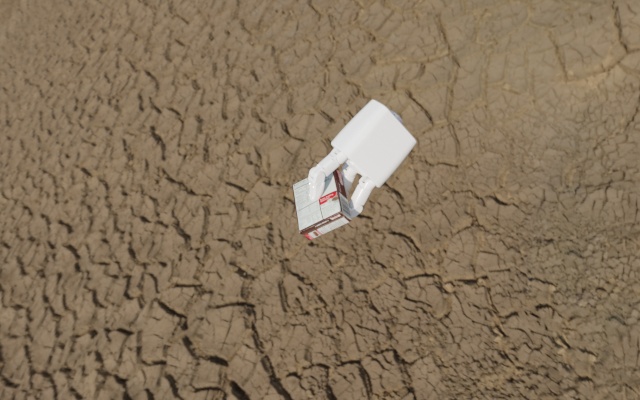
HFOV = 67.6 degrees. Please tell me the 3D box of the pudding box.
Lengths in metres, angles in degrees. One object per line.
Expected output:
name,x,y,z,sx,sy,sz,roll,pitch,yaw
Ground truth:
pudding box,0.000,0.003,0.849,0.090,0.113,0.039,-27,-42,20
